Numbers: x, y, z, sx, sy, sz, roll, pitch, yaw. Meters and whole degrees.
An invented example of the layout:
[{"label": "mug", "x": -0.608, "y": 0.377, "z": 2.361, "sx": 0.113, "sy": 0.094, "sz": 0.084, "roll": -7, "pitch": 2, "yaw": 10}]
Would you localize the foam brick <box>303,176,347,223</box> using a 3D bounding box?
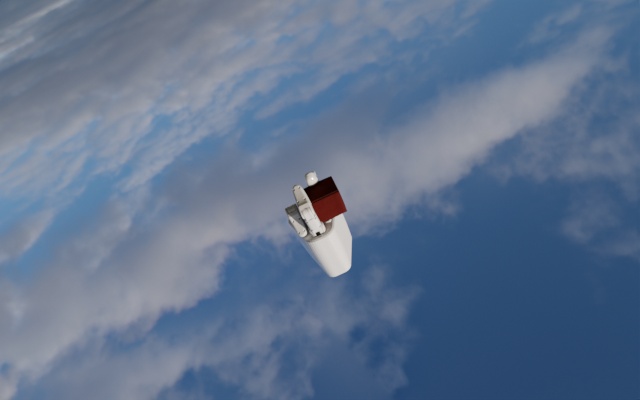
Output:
[{"label": "foam brick", "x": 0.000, "y": 0.003, "z": 0.854, "sx": 0.078, "sy": 0.051, "sz": 0.053, "roll": -25, "pitch": 35, "yaw": 4}]
